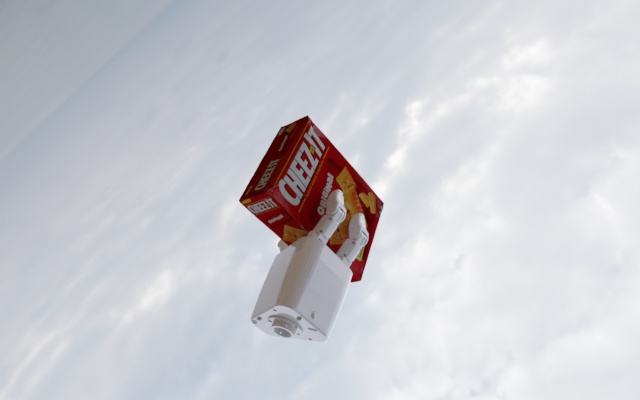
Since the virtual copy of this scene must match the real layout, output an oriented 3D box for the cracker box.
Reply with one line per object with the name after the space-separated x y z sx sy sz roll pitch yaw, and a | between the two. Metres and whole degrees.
0.000 0.003 0.735 0.072 0.164 0.214 -17 -53 41 | cracker box
